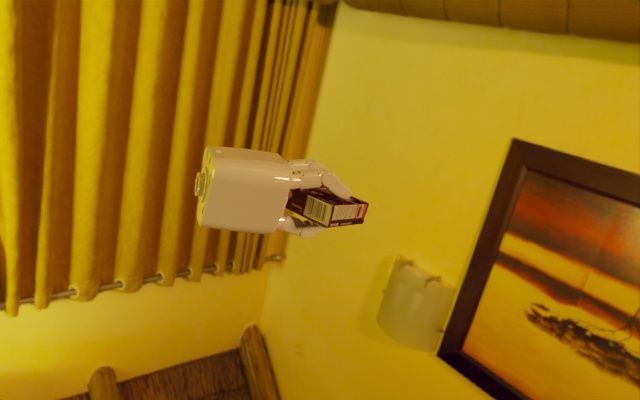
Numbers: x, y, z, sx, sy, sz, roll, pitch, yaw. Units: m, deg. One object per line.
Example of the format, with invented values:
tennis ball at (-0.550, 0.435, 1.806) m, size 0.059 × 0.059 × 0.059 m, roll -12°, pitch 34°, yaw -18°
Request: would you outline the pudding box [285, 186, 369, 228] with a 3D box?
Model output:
pudding box at (0.000, 0.002, 0.709) m, size 0.113 × 0.039 × 0.090 m, roll 27°, pitch 19°, yaw 36°
